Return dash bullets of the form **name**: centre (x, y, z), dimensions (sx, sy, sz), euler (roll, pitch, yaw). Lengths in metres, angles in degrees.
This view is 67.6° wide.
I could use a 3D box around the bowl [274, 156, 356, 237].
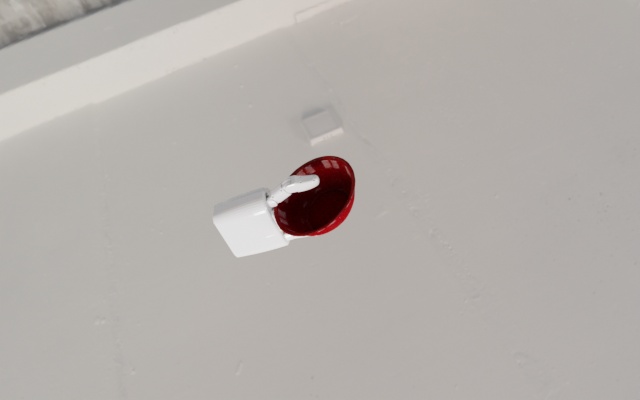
- **bowl**: centre (0.001, 0.003, 0.827), dimensions (0.162, 0.162, 0.055), euler (0, -31, 37)
